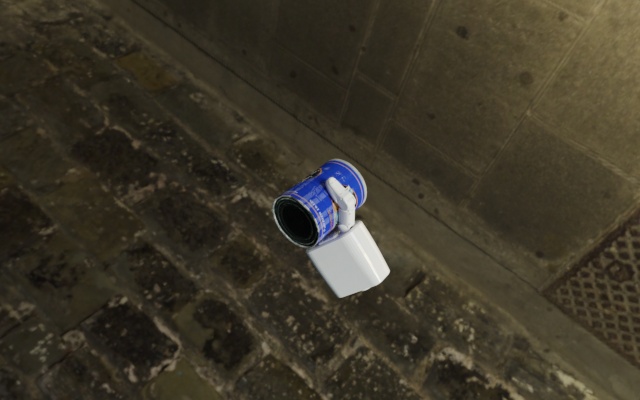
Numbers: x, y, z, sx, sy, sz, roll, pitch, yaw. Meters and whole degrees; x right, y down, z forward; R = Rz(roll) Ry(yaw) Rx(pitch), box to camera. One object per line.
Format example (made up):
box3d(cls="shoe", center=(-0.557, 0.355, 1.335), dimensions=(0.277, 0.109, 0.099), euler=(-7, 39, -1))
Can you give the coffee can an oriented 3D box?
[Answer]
box3d(cls="coffee can", center=(0.000, 0.002, 0.837), dimensions=(0.103, 0.103, 0.140), euler=(0, 29, 45))
